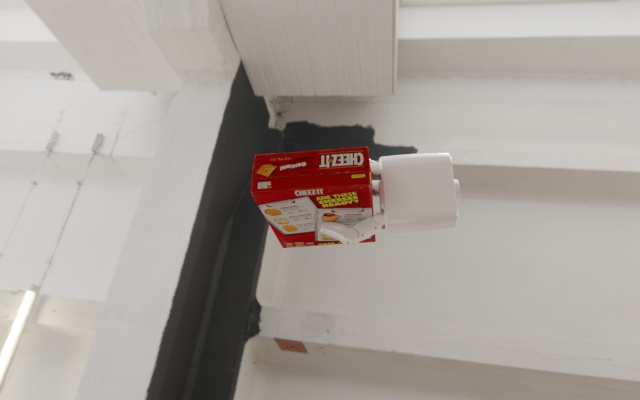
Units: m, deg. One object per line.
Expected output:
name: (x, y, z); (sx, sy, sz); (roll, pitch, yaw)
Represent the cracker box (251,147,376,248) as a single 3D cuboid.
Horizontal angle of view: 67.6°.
cracker box: (0.000, 0.003, 0.740); (0.164, 0.072, 0.214); (-4, -27, 7)
